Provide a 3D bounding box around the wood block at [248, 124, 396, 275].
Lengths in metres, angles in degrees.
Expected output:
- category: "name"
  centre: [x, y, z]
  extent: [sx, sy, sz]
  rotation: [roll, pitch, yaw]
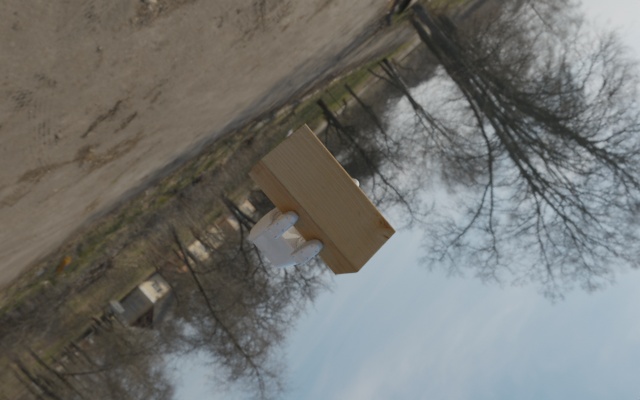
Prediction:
- category: "wood block"
  centre: [0.000, 0.002, 0.710]
  extent: [0.090, 0.206, 0.090]
  rotation: [-43, 6, -22]
